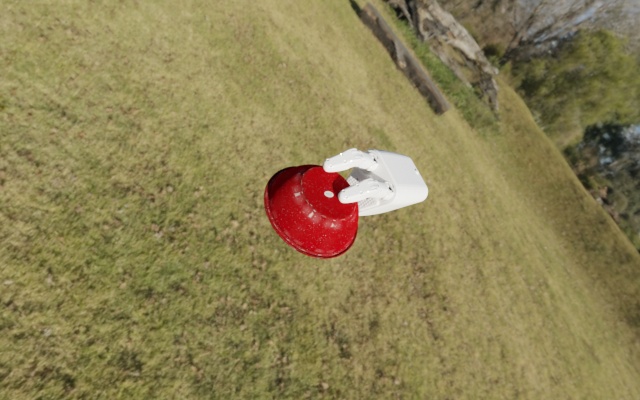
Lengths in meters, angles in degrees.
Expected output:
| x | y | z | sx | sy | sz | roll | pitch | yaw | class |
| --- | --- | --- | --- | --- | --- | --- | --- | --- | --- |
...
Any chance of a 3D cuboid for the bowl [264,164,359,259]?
| x | y | z | sx | sy | sz | roll | pitch | yaw | class |
| --- | --- | --- | --- | --- | --- | --- | --- | --- | --- |
| -0.001 | 0.003 | 0.706 | 0.162 | 0.162 | 0.055 | 0 | -31 | -34 | bowl |
